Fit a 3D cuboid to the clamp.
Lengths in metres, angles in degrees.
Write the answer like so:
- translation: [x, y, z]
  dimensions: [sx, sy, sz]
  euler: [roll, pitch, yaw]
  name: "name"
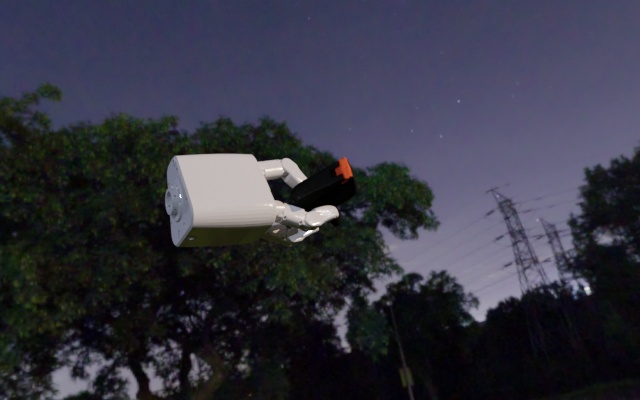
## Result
- translation: [0.000, 0.001, 0.676]
  dimensions: [0.164, 0.036, 0.210]
  euler: [-6, -22, -34]
  name: "clamp"
